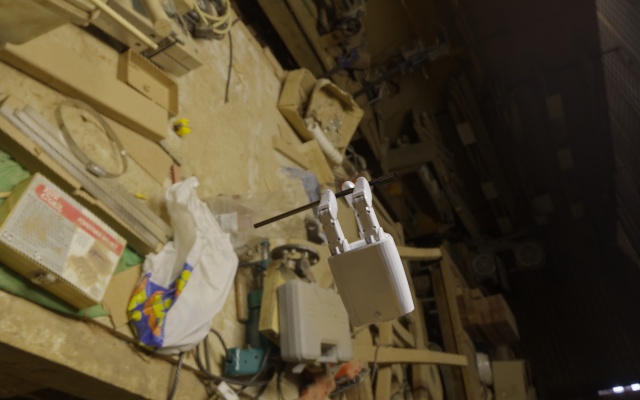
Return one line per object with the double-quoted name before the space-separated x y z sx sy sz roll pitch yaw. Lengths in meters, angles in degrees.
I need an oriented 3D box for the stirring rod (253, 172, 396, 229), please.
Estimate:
"stirring rod" 0.000 0.002 0.719 0.239 0.011 0.011 -20 -8 22
